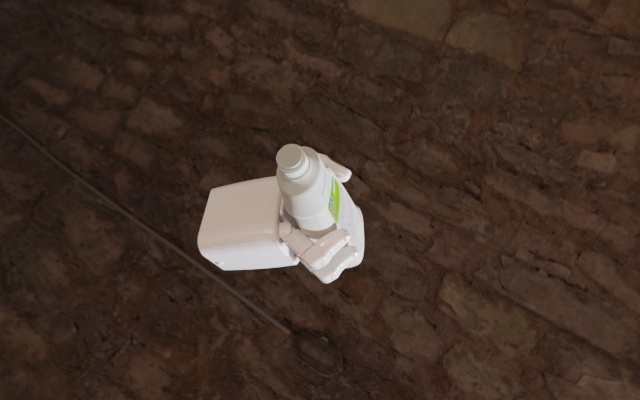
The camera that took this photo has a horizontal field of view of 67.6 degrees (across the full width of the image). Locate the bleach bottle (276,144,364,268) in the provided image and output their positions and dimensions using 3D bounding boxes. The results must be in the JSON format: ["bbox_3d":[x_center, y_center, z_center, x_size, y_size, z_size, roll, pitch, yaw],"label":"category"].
[{"bbox_3d":[0.000,0.002,0.592,0.068,0.102,0.251,-8,-28,12],"label":"bleach bottle"}]
